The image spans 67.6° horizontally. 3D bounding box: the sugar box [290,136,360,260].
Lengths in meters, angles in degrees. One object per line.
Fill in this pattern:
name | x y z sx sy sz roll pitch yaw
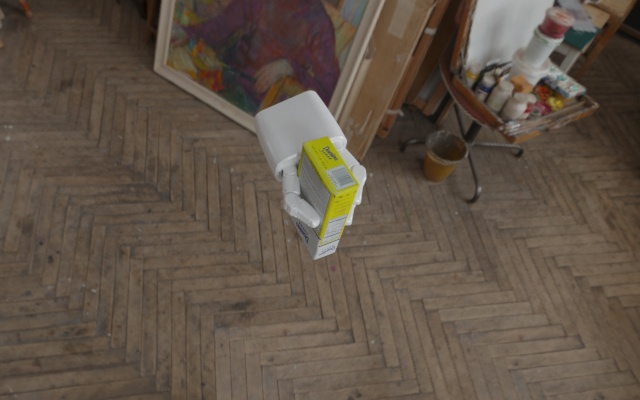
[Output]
sugar box | 0.001 0.002 0.689 0.048 0.093 0.176 -19 -28 -20
